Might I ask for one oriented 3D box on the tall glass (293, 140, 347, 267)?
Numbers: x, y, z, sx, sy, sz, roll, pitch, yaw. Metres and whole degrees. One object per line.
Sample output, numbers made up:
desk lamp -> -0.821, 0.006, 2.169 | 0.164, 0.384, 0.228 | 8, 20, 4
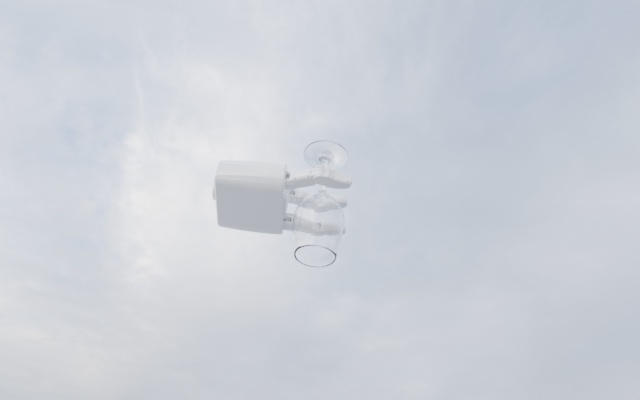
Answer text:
tall glass -> 0.000, 0.002, 0.748 | 0.079, 0.200, 0.079 | 3, -37, 3
